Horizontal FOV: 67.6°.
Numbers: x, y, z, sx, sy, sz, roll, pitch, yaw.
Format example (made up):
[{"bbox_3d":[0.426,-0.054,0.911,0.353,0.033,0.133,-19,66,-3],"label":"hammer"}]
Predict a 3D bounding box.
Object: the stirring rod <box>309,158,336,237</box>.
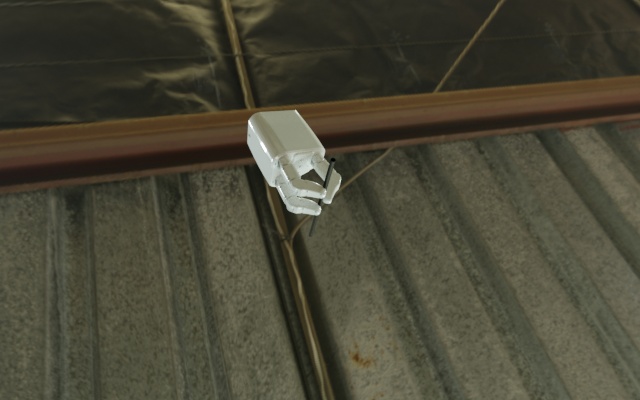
[{"bbox_3d":[0.000,0.003,0.834,0.011,0.011,0.240,0,-33,-11],"label":"stirring rod"}]
